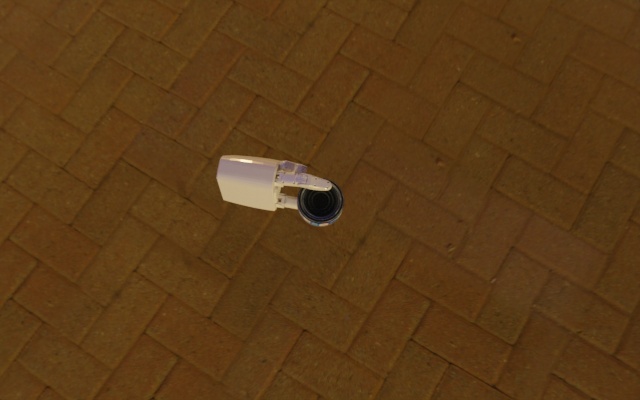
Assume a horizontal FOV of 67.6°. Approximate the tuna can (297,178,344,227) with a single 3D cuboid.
[{"bbox_3d":[0.000,0.003,0.867,0.086,0.086,0.034,0,-13,-3],"label":"tuna can"}]
